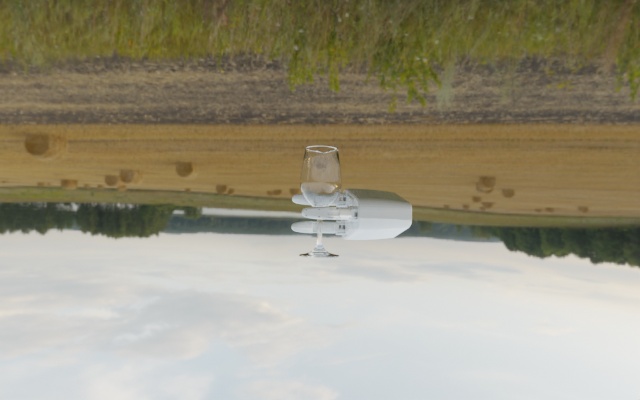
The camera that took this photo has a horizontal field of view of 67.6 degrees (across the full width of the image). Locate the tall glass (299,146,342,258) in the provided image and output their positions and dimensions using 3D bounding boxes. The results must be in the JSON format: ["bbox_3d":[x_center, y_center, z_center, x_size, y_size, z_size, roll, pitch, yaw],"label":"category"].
[{"bbox_3d":[0.000,0.004,0.881,0.079,0.201,0.079,1,-2,0],"label":"tall glass"}]
